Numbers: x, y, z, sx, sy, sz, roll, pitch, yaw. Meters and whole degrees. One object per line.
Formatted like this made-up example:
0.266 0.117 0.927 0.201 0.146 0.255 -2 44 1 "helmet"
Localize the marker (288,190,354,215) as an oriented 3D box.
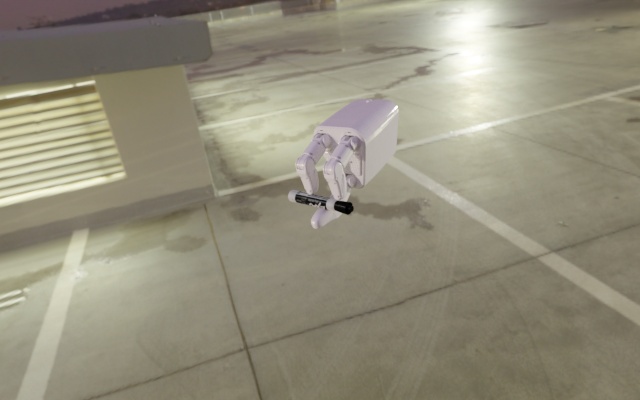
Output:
0.000 0.002 0.719 0.121 0.020 0.020 12 8 40 "marker"
